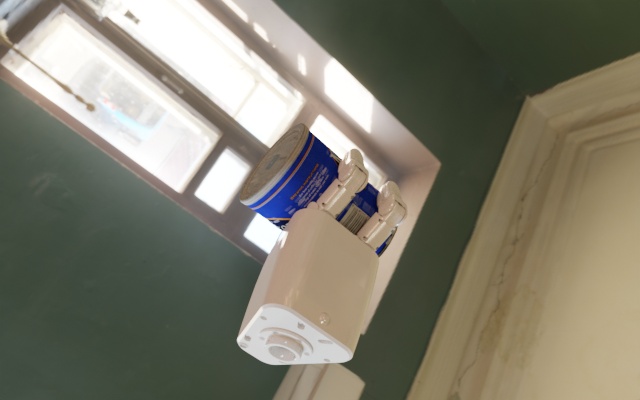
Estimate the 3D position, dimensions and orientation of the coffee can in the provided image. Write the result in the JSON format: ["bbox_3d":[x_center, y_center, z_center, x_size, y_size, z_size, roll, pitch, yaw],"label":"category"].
[{"bbox_3d":[0.000,0.001,0.511,0.140,0.102,0.103,39,-15,-19],"label":"coffee can"}]
